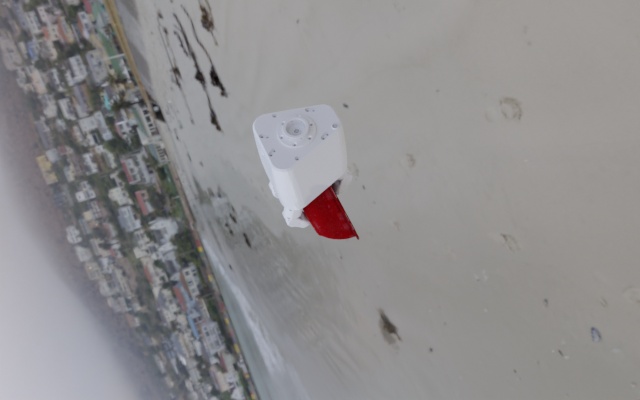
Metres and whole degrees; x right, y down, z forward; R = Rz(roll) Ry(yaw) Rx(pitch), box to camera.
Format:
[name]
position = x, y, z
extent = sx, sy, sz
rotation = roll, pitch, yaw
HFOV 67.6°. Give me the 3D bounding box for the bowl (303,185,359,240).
[bowl]
position = 0.000, 0.003, 0.755
extent = 0.055, 0.162, 0.162
rotation = -29, -1, 2
